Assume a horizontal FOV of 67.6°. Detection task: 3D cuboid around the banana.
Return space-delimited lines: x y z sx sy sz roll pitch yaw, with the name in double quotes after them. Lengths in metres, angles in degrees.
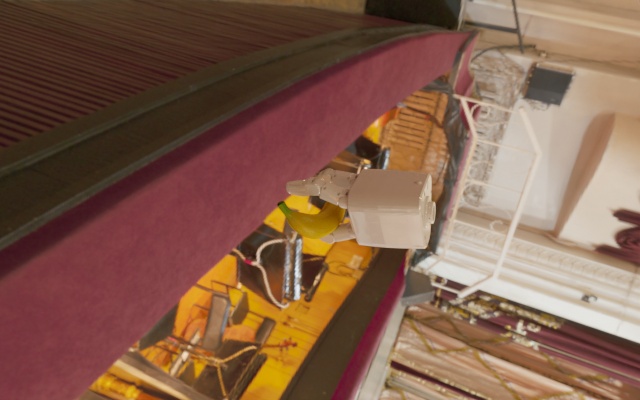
0.002 0.021 0.748 0.037 0.069 0.198 -11 2 27 "banana"
